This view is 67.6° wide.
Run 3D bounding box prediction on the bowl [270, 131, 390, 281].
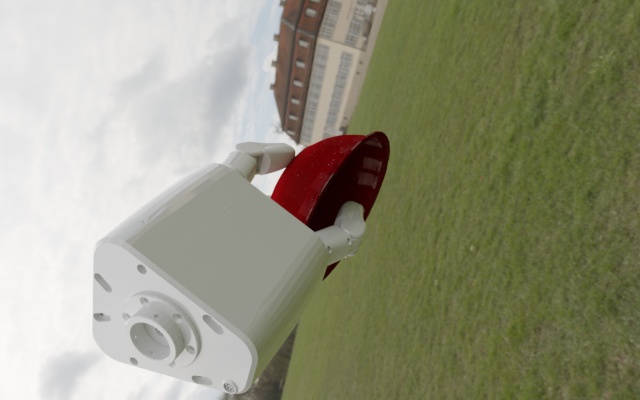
[{"bbox_3d":[0.000,0.001,0.437,0.055,0.162,0.162,29,11,20],"label":"bowl"}]
